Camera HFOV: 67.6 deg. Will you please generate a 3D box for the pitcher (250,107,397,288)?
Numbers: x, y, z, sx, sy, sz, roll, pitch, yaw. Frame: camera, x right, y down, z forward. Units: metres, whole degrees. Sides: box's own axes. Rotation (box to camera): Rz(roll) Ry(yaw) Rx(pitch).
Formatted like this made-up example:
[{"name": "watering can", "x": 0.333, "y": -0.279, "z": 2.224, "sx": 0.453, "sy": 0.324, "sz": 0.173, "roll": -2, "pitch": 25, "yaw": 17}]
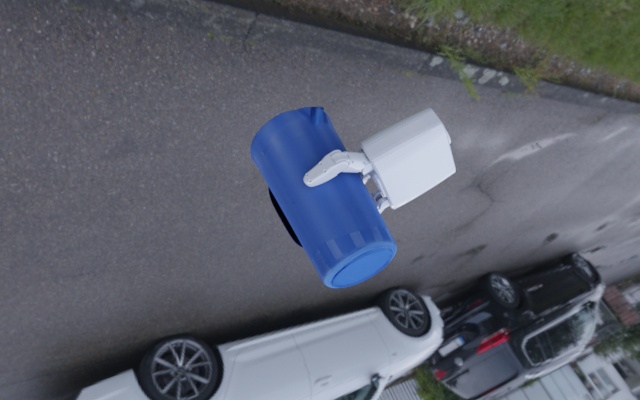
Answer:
[{"name": "pitcher", "x": 0.000, "y": 0.002, "z": 0.680, "sx": 0.145, "sy": 0.242, "sz": 0.149, "roll": -29, "pitch": -28, "yaw": 2}]
